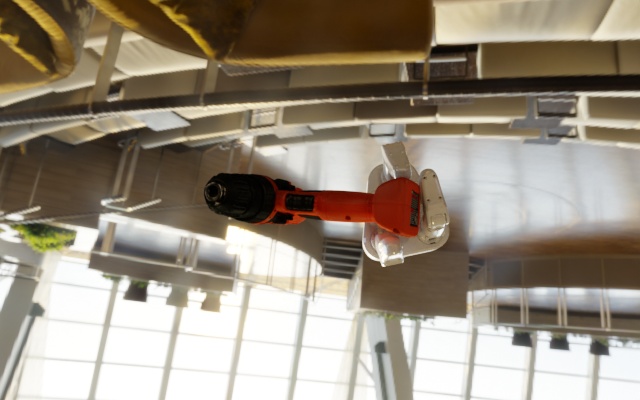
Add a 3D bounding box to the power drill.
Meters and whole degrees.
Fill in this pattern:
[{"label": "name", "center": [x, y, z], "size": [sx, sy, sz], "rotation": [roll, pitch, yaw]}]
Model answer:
[{"label": "power drill", "center": [0.001, 0.002, 0.487], "size": [0.187, 0.057, 0.184], "rotation": [4, -1, 22]}]
